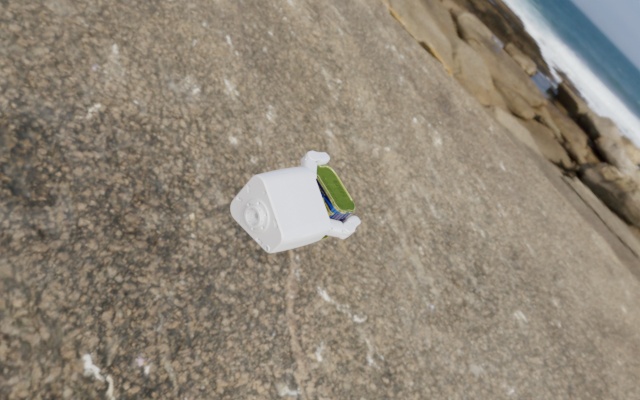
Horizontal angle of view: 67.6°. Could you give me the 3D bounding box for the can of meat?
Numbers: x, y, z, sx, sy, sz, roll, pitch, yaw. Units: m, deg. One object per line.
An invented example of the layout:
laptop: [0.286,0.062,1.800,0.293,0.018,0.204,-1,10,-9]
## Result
can of meat: [0.000,0.003,0.802,0.057,0.102,0.084,-8,-29,-49]
